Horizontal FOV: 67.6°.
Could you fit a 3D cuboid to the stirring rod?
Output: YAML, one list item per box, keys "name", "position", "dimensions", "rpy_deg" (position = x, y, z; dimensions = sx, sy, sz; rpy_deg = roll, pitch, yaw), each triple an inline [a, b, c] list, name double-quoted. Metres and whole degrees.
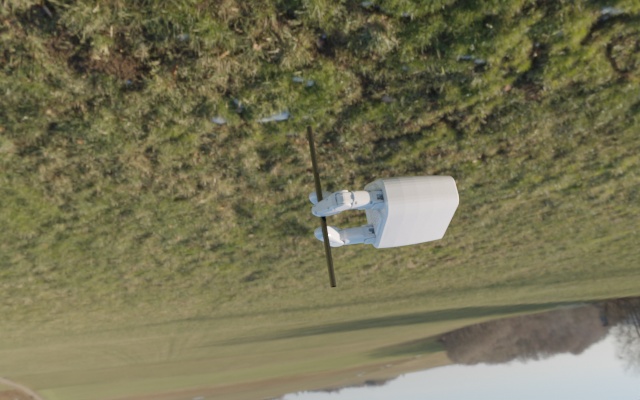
- name: "stirring rod"
  position: [0.000, 0.002, 0.669]
  dimensions: [0.011, 0.239, 0.011]
  rpy_deg: [-8, -21, -3]
